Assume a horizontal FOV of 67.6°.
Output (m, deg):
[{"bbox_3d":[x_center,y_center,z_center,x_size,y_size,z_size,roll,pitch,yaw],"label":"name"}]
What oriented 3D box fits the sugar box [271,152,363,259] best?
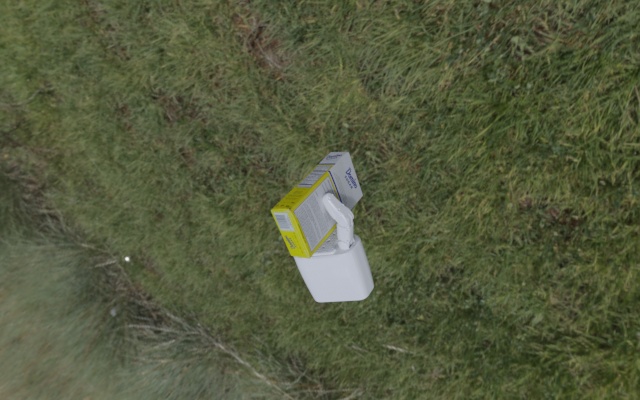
[{"bbox_3d":[0.000,0.003,0.779,0.048,0.093,0.176,2,35,36],"label":"sugar box"}]
